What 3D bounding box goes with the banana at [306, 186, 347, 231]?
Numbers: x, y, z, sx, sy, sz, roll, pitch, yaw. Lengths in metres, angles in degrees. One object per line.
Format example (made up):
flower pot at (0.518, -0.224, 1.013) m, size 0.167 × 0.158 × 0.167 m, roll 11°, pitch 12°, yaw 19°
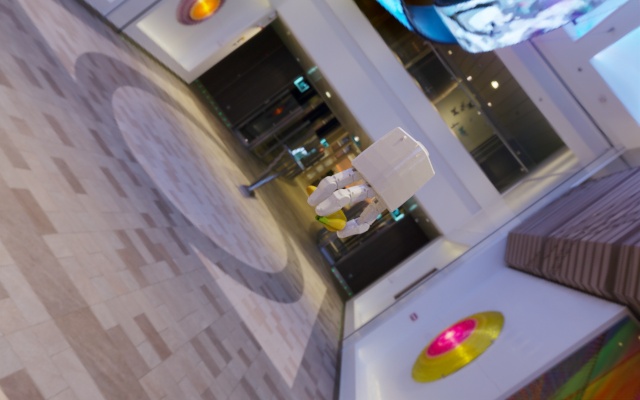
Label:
banana at (0.013, 0.017, 0.886) m, size 0.037 × 0.070 × 0.197 m, roll -42°, pitch 16°, yaw 4°
